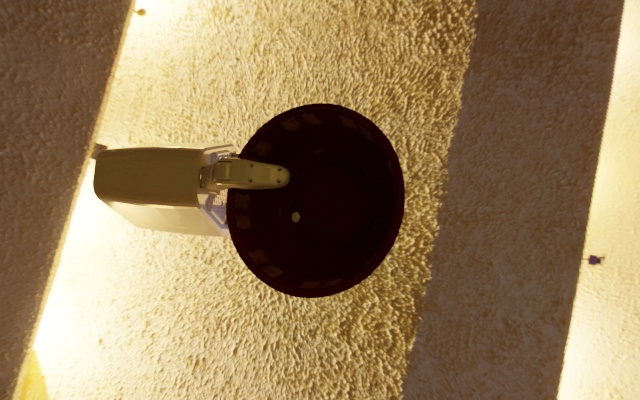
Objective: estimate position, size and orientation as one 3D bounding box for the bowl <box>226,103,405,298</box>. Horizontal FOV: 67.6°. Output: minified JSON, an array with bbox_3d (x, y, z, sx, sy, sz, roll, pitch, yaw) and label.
[{"bbox_3d":[0.001,0.002,0.415,0.162,0.162,0.055,0,-7,24],"label":"bowl"}]
